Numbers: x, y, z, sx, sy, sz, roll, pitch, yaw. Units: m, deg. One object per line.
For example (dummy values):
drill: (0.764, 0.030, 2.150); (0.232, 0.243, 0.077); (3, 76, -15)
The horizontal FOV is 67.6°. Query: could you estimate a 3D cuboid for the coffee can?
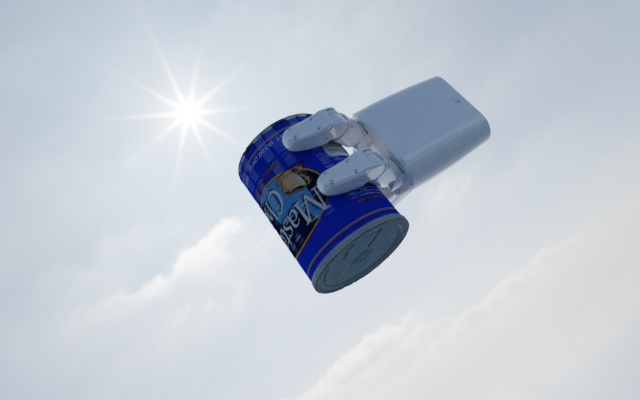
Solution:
coffee can: (0.000, 0.002, 0.453); (0.103, 0.140, 0.103); (-29, -27, -17)
